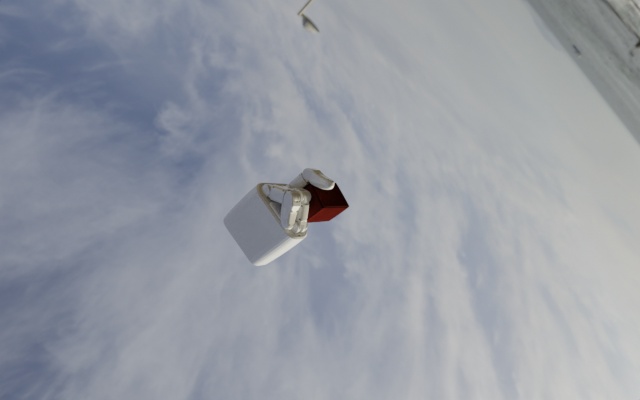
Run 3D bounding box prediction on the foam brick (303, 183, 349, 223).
[{"bbox_3d":[0.000,0.003,0.827,0.051,0.053,0.078,-38,-22,31],"label":"foam brick"}]
